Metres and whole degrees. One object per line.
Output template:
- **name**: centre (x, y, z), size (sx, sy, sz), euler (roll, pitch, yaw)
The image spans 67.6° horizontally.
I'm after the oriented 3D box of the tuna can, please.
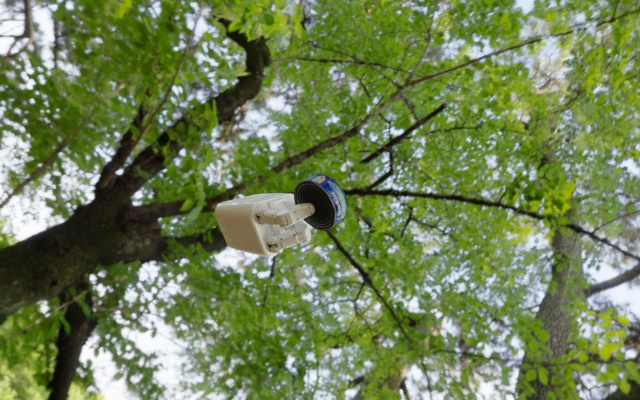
- **tuna can**: centre (0.001, 0.002, 0.752), size (0.086, 0.086, 0.033), euler (0, 25, 46)
